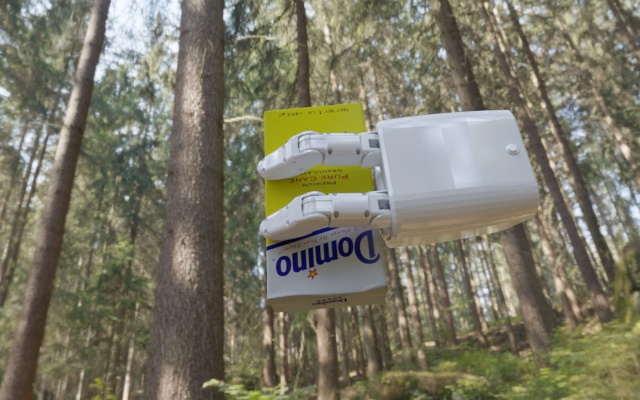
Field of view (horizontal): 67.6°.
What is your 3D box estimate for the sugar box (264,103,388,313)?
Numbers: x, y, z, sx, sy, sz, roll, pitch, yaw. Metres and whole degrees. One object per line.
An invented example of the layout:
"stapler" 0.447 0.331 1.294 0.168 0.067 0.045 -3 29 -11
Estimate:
"sugar box" 0.000 0.001 0.407 0.093 0.176 0.048 -6 -29 1
